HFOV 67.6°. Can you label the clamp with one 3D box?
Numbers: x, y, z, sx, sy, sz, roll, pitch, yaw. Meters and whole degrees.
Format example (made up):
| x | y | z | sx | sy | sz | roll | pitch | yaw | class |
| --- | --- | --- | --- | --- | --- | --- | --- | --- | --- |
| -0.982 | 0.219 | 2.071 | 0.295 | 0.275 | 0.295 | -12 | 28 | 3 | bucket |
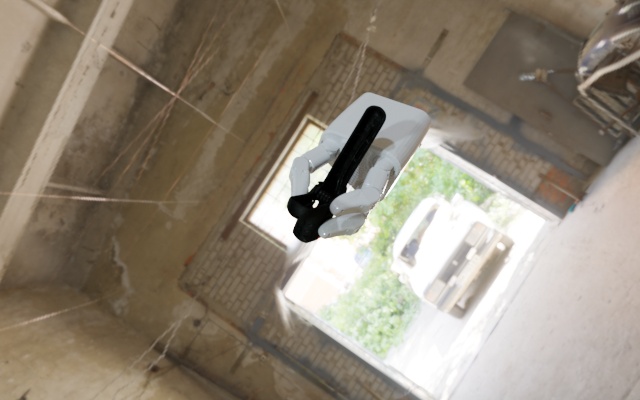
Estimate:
| x | y | z | sx | sy | sz | roll | pitch | yaw | class |
| --- | --- | --- | --- | --- | --- | --- | --- | --- | --- |
| -0.001 | 0.002 | 0.560 | 0.036 | 0.164 | 0.210 | 36 | -35 | 9 | clamp |
